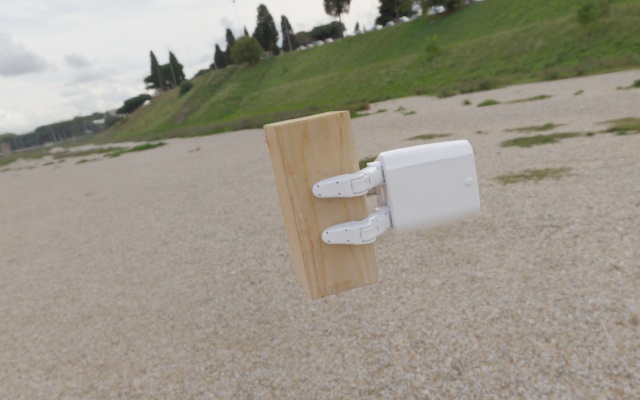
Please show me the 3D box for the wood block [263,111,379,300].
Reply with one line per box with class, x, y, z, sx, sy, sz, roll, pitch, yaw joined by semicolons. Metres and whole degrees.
wood block;0.000;0.002;0.585;0.090;0.206;0.091;-14;13;-11
